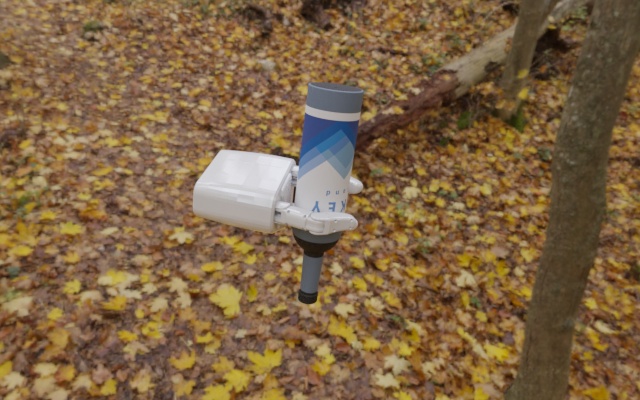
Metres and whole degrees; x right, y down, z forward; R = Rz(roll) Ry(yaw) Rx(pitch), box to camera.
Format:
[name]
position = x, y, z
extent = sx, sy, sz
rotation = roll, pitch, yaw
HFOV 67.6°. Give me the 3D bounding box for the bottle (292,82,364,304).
[bottle]
position = 0.000, 0.002, 0.617
extent = 0.069, 0.296, 0.069
rotation = 7, 21, -3
